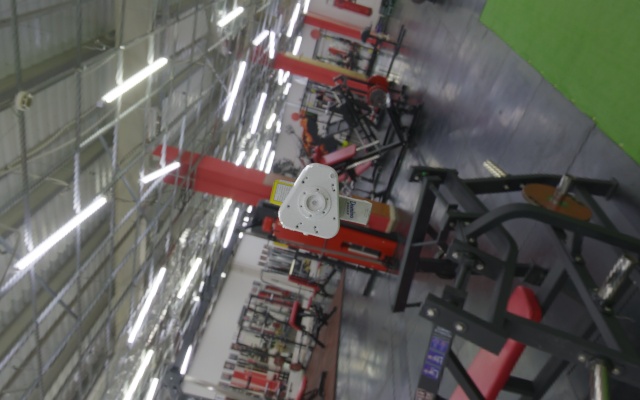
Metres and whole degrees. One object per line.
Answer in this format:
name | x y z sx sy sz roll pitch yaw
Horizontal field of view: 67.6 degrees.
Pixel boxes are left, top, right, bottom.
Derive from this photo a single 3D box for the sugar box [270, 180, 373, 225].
sugar box | 0.000 0.003 0.864 0.176 0.048 0.093 16 3 -2
